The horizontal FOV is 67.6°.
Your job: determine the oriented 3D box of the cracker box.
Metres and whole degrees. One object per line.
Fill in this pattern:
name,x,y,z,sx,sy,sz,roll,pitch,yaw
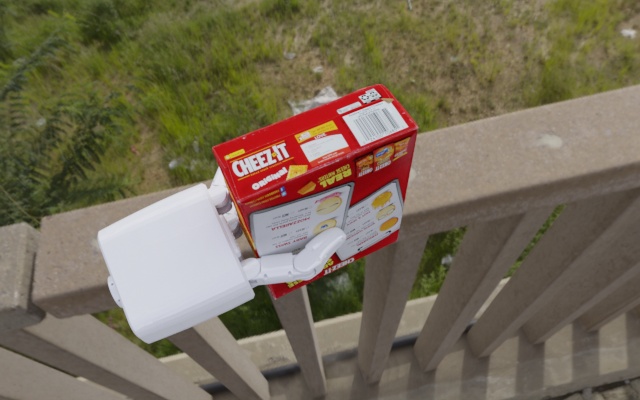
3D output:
cracker box,0.000,0.002,0.482,0.164,0.072,0.214,-24,-29,-11
